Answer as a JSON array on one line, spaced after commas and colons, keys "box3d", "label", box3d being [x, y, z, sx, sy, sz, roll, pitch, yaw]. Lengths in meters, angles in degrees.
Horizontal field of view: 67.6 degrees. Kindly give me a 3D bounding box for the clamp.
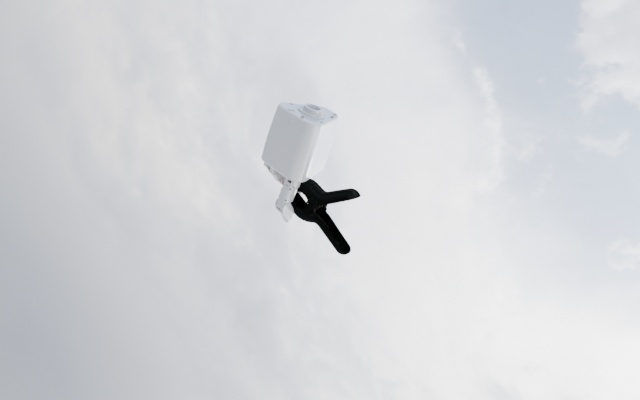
[{"box3d": [0.000, 0.003, 0.820, 0.171, 0.120, 0.039, 36, 31, 28], "label": "clamp"}]
